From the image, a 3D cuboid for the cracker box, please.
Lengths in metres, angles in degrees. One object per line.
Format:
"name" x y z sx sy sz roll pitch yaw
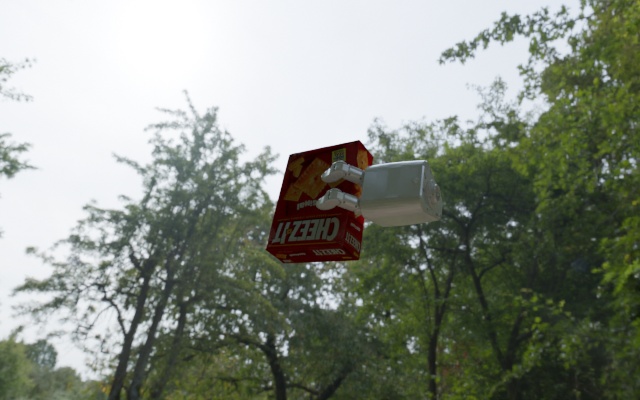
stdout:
"cracker box" 0.000 0.003 0.881 0.164 0.213 0.072 -7 -33 32
